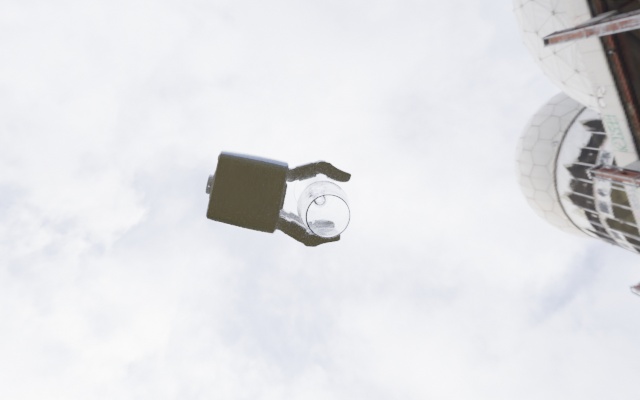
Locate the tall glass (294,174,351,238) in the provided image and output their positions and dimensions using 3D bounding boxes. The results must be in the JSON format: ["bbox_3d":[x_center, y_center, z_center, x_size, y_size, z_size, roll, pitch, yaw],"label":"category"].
[{"bbox_3d":[0.000,0.002,0.742,0.079,0.079,0.201,0,11,-6],"label":"tall glass"}]
